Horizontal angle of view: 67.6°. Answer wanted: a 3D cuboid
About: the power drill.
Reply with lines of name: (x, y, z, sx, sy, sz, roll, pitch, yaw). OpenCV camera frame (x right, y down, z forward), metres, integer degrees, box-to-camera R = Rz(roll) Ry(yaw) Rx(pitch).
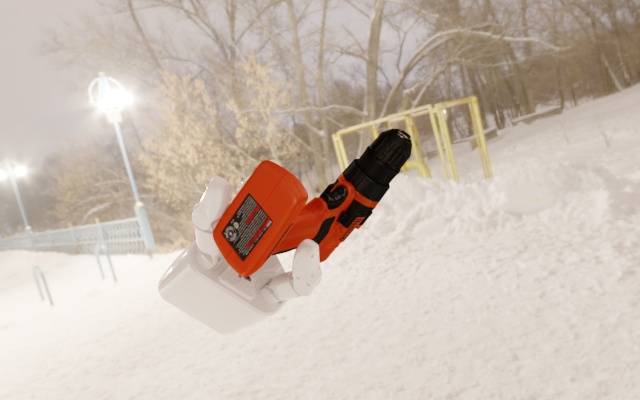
power drill: (0.000, 0.002, 0.468, 0.057, 0.184, 0.187, 46, 25, 22)
